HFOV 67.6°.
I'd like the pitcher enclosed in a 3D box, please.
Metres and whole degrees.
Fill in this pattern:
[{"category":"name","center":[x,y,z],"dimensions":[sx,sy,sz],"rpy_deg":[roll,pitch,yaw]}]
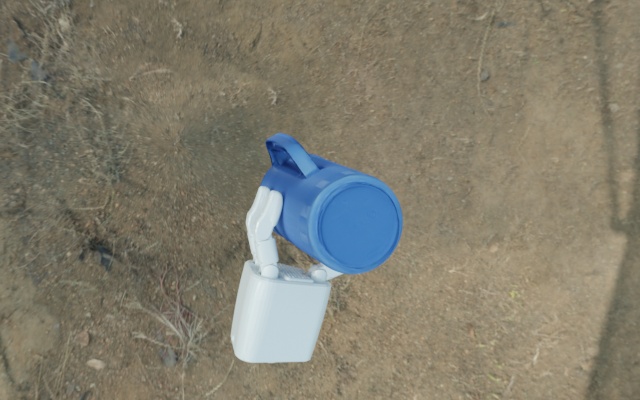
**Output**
[{"category":"pitcher","center":[0.000,0.002,0.604],"dimensions":[0.149,0.145,0.243],"rpy_deg":[15,3,-18]}]
